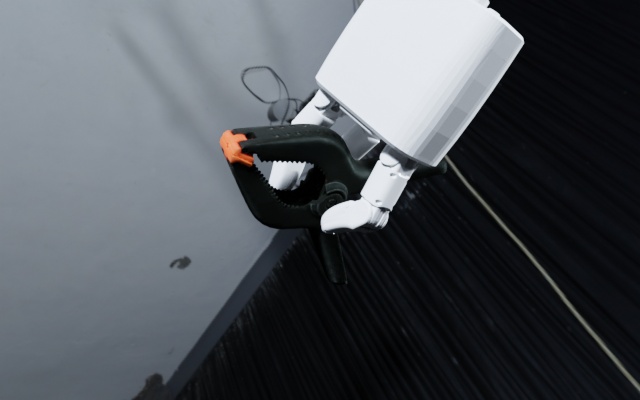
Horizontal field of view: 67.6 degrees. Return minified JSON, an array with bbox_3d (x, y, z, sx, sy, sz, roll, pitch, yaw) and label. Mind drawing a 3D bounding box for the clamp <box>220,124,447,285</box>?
[{"bbox_3d":[0.000,0.002,0.407,0.210,0.164,0.036,16,25,-40],"label":"clamp"}]
